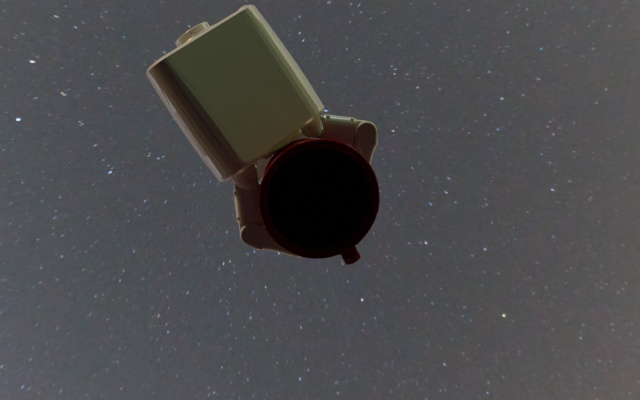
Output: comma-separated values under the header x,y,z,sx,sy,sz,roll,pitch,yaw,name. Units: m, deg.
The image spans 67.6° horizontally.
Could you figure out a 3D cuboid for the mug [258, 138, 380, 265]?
x,y,z,sx,sy,sz,roll,pitch,yaw,name
0.001,0.002,0.402,0.093,0.117,0.081,-33,15,-1,mug
